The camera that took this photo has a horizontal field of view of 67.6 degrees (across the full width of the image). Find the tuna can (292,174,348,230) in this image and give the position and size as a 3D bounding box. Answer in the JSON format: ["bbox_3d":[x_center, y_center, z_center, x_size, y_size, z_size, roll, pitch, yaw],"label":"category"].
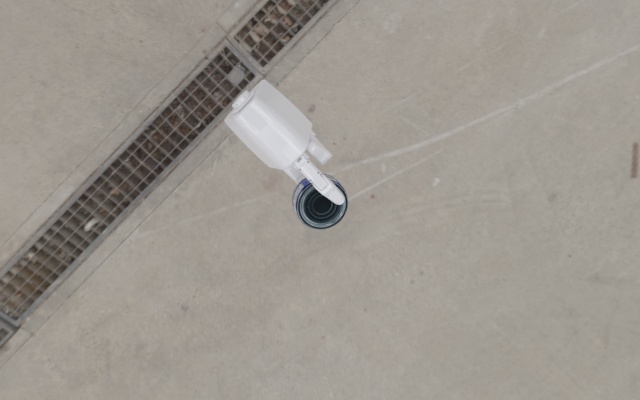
[{"bbox_3d":[0.000,0.003,0.757,0.086,0.086,0.033,0,19,-14],"label":"tuna can"}]
